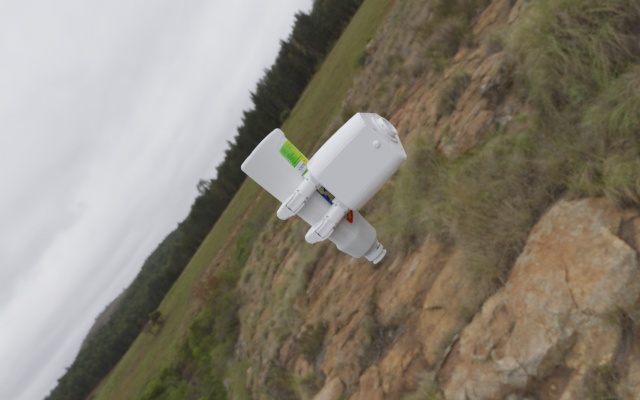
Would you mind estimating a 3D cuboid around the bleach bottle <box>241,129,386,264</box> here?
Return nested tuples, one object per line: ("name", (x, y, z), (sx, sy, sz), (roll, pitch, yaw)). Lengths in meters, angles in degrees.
("bleach bottle", (0.000, 0.002, 0.732), (0.251, 0.068, 0.102), (41, 23, -7))
